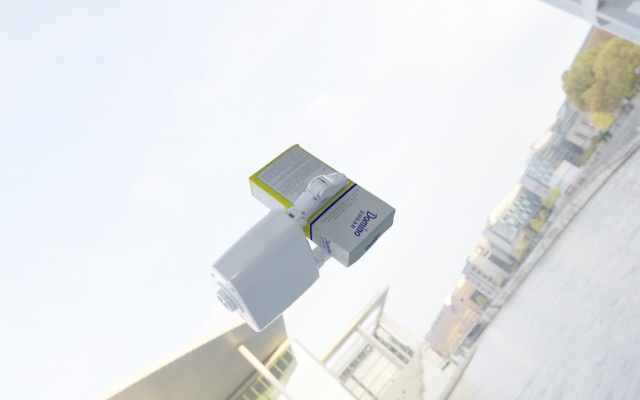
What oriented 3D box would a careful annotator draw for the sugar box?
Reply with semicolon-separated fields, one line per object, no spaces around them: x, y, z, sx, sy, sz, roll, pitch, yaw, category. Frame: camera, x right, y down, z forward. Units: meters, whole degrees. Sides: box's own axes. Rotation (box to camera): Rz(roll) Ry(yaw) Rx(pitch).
0.000;0.002;0.624;0.176;0.048;0.093;37;61;23;sugar box
